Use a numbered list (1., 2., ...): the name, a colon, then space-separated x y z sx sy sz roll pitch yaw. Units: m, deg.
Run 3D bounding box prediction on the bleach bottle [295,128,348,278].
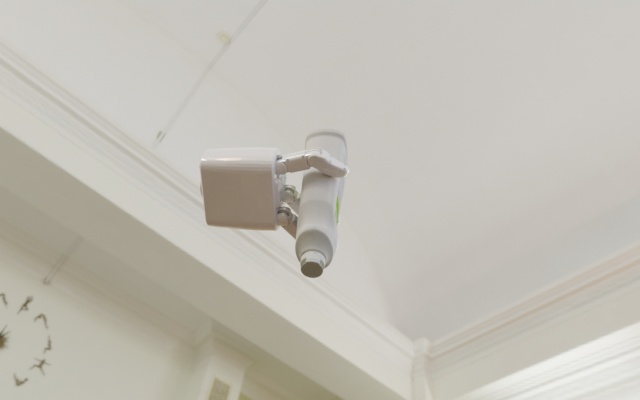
1. bleach bottle: 0.000 0.002 0.676 0.068 0.103 0.250 -1 37 7
